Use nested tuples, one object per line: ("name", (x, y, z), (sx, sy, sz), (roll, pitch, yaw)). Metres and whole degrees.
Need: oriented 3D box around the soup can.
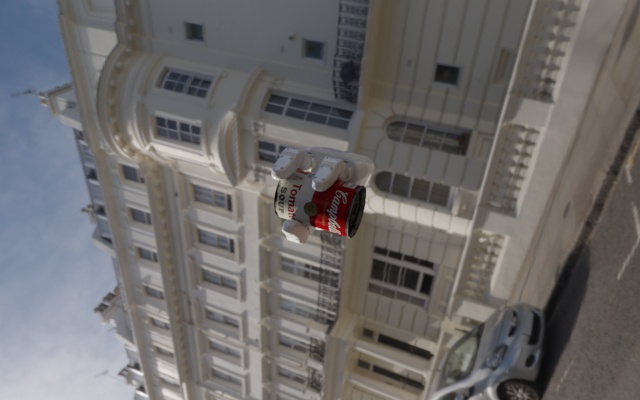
("soup can", (0.000, 0.002, 0.612), (0.102, 0.068, 0.068), (15, 5, 18))
